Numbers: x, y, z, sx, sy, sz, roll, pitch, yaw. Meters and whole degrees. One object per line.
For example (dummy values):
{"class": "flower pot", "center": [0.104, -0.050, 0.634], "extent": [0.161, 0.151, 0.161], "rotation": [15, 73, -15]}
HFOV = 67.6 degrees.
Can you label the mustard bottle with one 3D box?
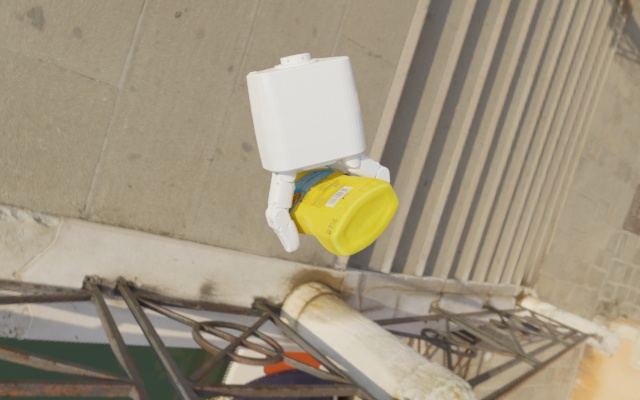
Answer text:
{"class": "mustard bottle", "center": [0.000, 0.002, 0.583], "extent": [0.096, 0.058, 0.191], "rotation": [-44, 31, -17]}
